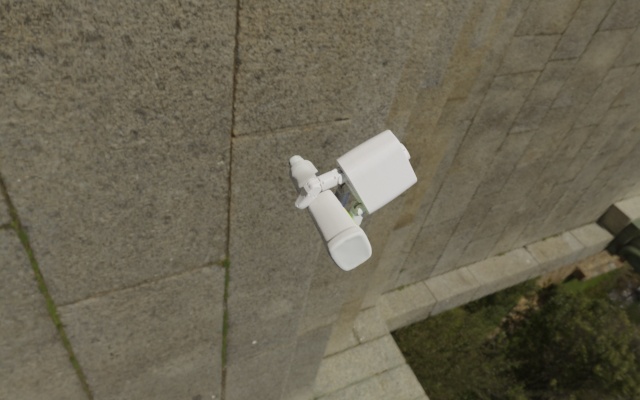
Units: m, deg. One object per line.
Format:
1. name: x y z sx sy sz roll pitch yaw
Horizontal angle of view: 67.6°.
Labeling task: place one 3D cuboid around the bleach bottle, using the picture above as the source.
1. bleach bottle: 0.000 0.003 0.854 0.068 0.250 0.103 -31 -37 -1
